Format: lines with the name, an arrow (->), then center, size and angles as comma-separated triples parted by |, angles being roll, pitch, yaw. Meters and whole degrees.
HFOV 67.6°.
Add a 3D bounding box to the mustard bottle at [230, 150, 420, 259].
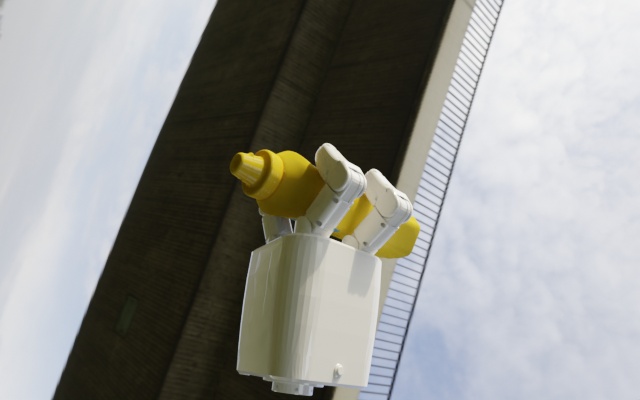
mustard bottle -> 0.000, 0.001, 0.439 | 0.192, 0.058, 0.096 | 24, -1, -39
